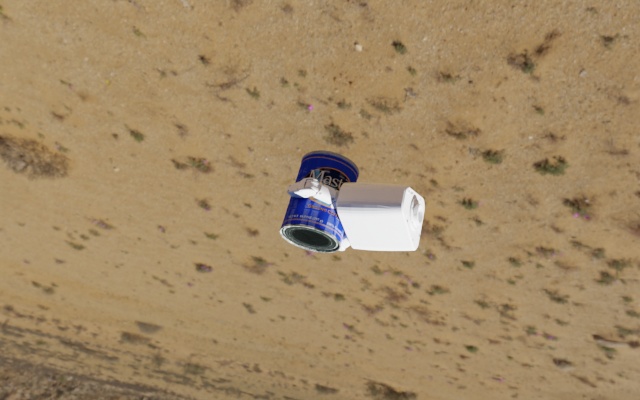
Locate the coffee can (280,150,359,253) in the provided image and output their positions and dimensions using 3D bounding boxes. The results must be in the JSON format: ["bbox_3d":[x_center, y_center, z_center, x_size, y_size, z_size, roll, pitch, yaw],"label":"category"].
[{"bbox_3d":[0.000,0.002,0.797,0.103,0.140,0.103,13,-25,6],"label":"coffee can"}]
